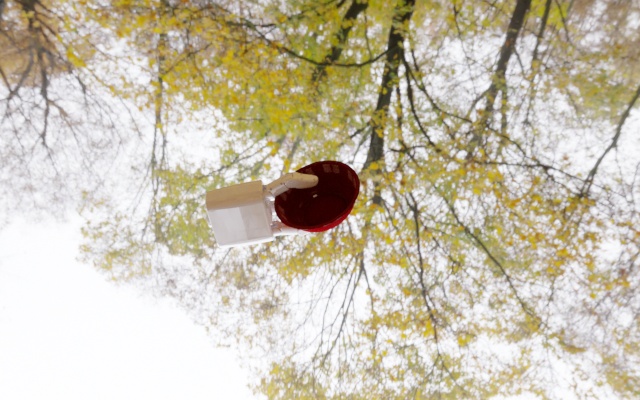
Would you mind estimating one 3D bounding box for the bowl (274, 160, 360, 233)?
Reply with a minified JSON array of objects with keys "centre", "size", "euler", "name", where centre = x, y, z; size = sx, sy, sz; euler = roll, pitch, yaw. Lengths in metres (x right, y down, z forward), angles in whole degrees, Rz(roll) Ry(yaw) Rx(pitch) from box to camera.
[{"centre":[0.002,0.003,0.866],"size":[0.162,0.162,0.055],"euler":[0,-39,25],"name":"bowl"}]
